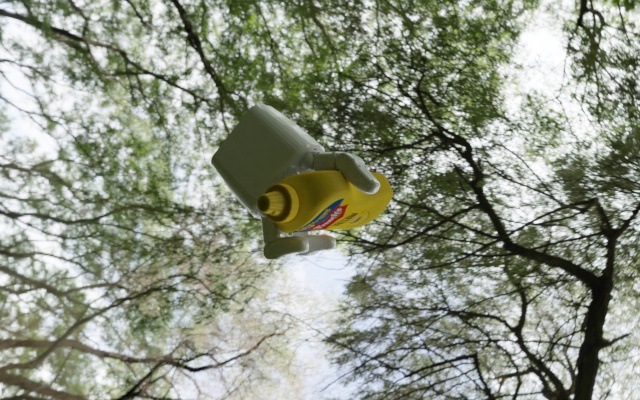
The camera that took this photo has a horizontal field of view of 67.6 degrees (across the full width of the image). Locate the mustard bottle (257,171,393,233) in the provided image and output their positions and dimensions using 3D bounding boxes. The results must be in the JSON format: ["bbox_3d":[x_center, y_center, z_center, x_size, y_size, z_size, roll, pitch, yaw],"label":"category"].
[{"bbox_3d":[0.000,0.002,0.556,0.096,0.058,0.191,-34,-20,33],"label":"mustard bottle"}]
